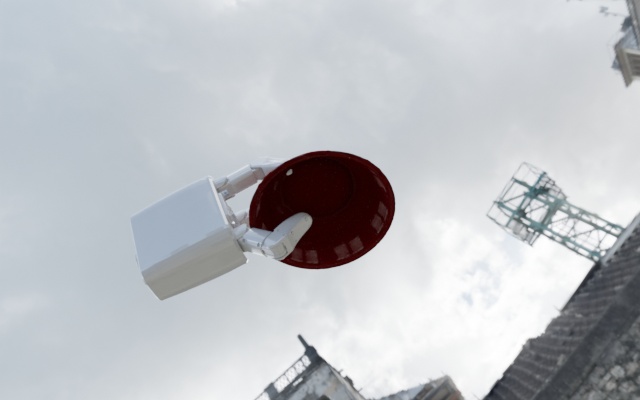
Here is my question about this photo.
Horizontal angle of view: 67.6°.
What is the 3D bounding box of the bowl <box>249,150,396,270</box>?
[{"bbox_3d":[0.001,0.001,0.542,0.162,0.162,0.055,0,36,-8],"label":"bowl"}]
